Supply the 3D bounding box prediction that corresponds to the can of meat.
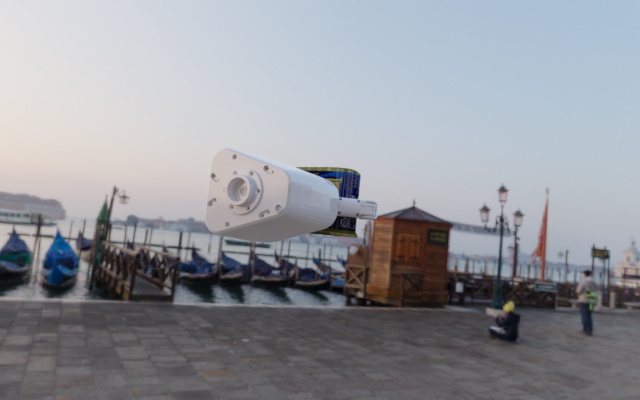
[{"bbox_3d":[0.000,0.002,0.617,0.102,0.084,0.057,3,-6,30],"label":"can of meat"}]
